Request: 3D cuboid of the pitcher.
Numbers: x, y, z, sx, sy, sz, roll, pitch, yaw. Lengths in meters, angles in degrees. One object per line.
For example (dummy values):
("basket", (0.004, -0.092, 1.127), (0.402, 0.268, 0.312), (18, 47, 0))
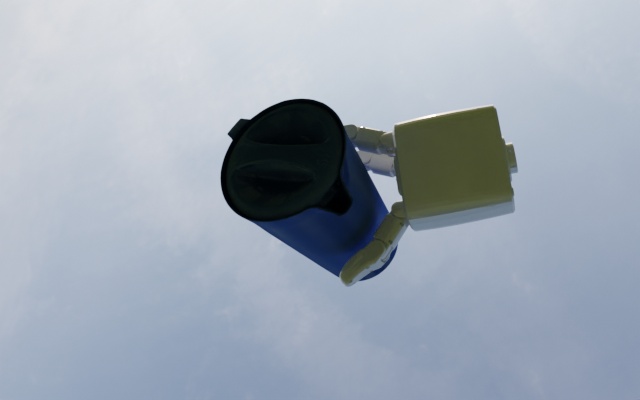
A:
("pitcher", (0.000, 0.002, 0.546), (0.145, 0.149, 0.243), (-13, -30, 19))
